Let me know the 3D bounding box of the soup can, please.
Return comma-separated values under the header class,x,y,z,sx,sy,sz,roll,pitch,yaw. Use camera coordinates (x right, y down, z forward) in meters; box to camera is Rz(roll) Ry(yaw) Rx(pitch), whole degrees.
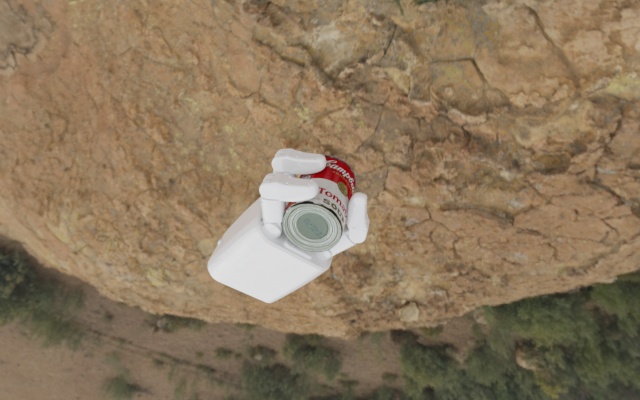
class,x,y,z,sx,sy,sz,roll,pitch,yaw
soup can,0.000,0.002,0.546,0.068,0.068,0.102,0,34,14
